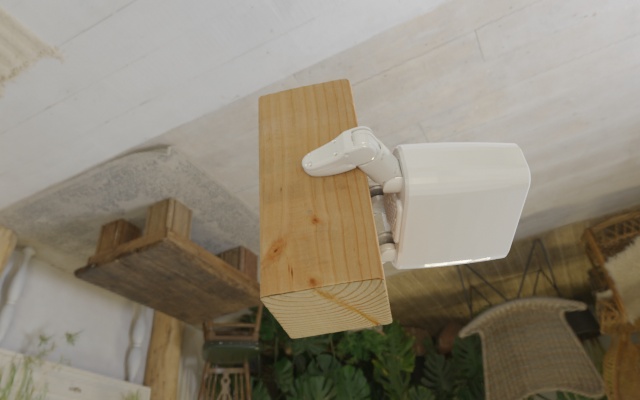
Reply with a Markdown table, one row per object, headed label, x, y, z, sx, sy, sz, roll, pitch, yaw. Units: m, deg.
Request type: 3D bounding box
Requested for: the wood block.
| label | x | y | z | sx | sy | sz | roll | pitch | yaw |
| --- | --- | --- | --- | --- | --- | --- | --- | --- | --- |
| wood block | 0.000 | 0.001 | 0.423 | 0.090 | 0.206 | 0.091 | -10 | -36 | 6 |
